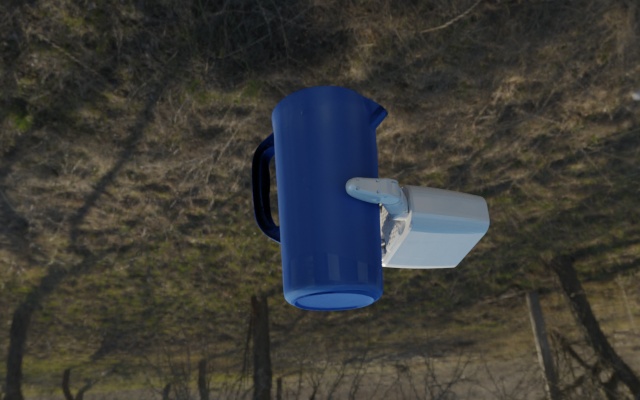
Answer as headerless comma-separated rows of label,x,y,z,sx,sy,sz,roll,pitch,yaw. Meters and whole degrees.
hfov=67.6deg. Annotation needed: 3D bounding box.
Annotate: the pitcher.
pitcher,0.000,0.002,0.567,0.145,0.242,0.149,6,-25,-17
